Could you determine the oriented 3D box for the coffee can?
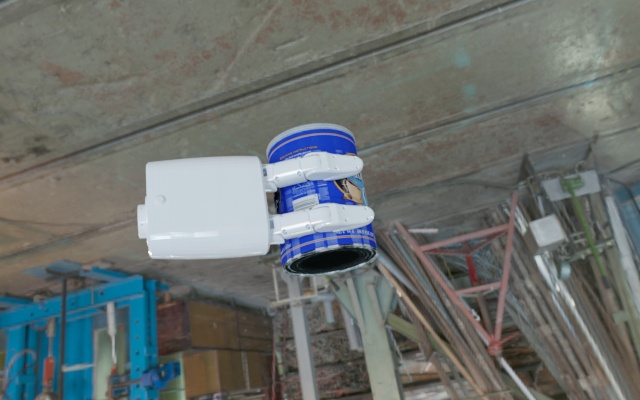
[{"bbox_3d":[0.000,0.002,0.524,0.103,0.140,0.103,-9,-22,-3],"label":"coffee can"}]
